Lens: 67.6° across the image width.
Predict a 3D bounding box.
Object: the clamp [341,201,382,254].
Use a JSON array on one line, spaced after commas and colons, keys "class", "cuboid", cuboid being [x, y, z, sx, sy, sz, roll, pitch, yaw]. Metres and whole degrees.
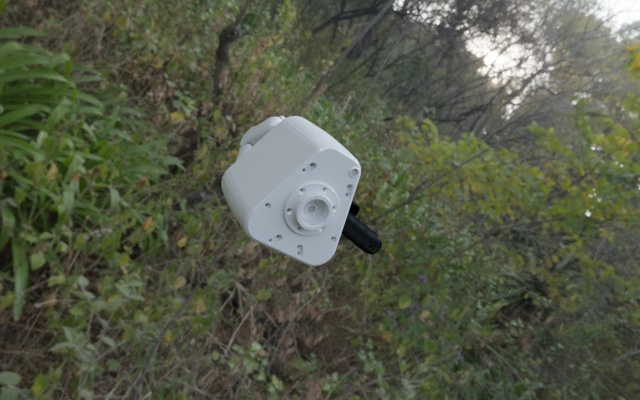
[{"class": "clamp", "cuboid": [0.000, 0.001, 0.561, 0.171, 0.039, 0.120, 29, 8, -29]}]
